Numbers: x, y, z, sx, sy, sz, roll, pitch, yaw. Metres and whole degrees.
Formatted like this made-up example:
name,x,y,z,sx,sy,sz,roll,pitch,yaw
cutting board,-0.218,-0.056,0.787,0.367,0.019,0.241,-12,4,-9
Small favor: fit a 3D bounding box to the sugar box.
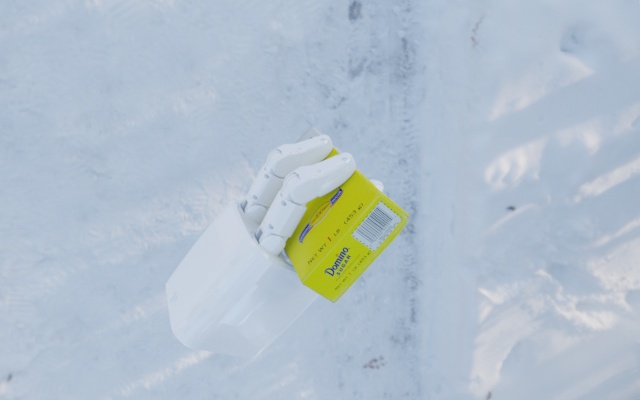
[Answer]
name,x,y,z,sx,sy,sz,roll,pitch,yaw
sugar box,0.000,0.001,0.436,0.048,0.093,0.176,37,8,-33
